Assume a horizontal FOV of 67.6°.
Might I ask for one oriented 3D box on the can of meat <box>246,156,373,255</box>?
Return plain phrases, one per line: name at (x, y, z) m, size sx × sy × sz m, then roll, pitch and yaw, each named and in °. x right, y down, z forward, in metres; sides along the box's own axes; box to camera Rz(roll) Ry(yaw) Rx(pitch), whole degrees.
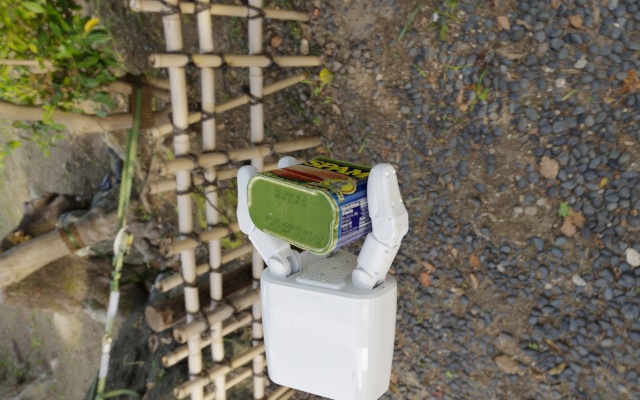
can of meat at (0.000, 0.001, 0.405) m, size 0.102 × 0.057 × 0.084 m, roll 16°, pitch 23°, yaw 37°
